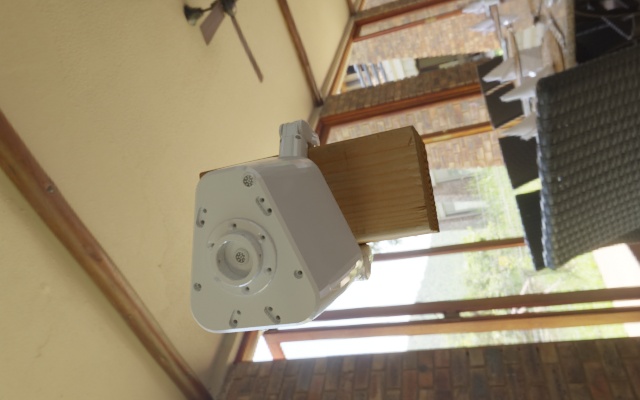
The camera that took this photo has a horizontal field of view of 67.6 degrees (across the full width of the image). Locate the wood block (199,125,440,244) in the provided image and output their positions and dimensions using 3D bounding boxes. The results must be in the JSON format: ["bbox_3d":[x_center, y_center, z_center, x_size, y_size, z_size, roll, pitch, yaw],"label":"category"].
[{"bbox_3d":[0.000,0.001,0.458,0.206,0.091,0.090,-10,-8,18],"label":"wood block"}]
